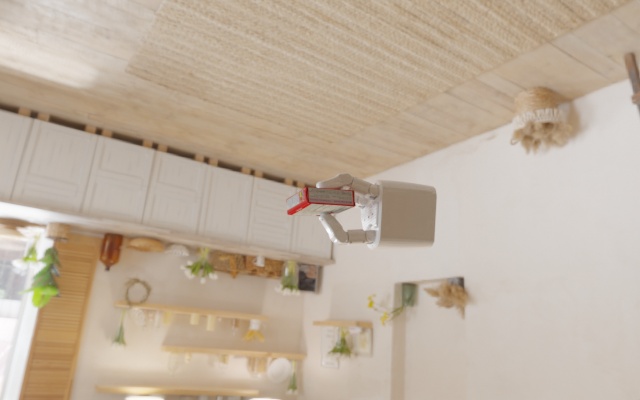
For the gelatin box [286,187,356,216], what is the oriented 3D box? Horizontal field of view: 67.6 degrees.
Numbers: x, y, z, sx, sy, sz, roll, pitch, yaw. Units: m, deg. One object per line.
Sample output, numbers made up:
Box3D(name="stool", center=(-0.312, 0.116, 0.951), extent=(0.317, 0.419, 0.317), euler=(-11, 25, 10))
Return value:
Box3D(name="gelatin box", center=(0.000, 0.003, 0.765), extent=(0.089, 0.030, 0.073), euler=(3, -16, -29))
